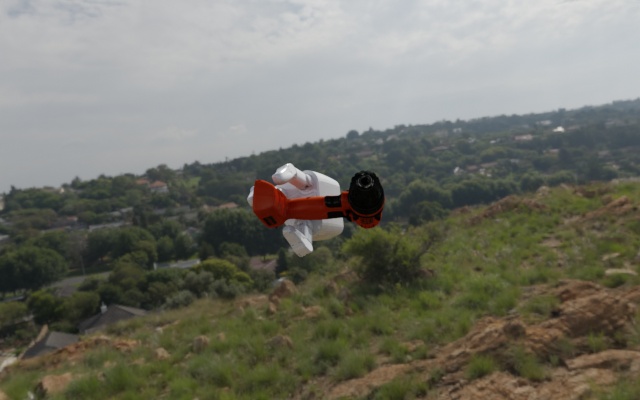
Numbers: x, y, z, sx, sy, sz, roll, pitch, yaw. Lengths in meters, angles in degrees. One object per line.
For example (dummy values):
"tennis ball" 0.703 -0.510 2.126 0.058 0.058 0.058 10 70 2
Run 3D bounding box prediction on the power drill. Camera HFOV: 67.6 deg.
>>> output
"power drill" 0.000 0.002 0.700 0.187 0.057 0.184 1 -18 7
